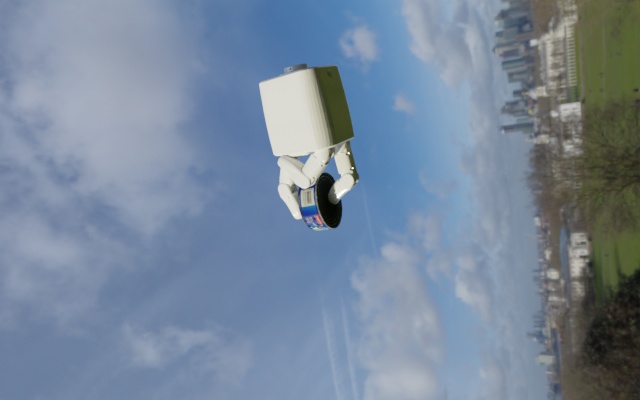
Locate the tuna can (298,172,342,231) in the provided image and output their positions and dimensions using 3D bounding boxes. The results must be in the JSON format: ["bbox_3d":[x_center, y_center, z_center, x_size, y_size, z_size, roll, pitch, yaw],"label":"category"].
[{"bbox_3d":[0.000,0.003,0.724,0.034,0.086,0.086,-10,-5,26],"label":"tuna can"}]
